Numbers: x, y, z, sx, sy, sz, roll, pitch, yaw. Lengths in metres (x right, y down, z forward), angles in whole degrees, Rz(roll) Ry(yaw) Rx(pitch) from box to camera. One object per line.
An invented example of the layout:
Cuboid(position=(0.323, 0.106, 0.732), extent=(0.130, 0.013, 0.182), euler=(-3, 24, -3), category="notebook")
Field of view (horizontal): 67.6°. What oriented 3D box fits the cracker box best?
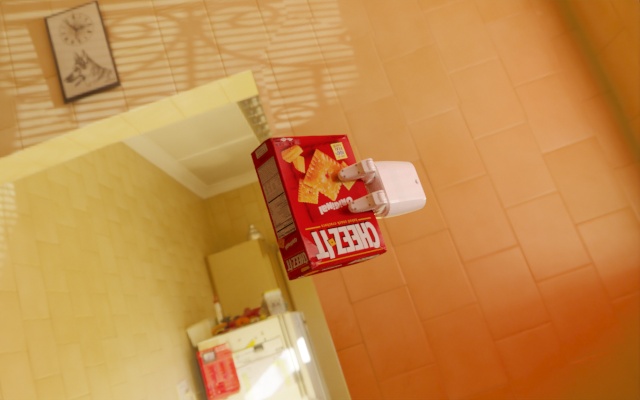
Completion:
Cuboid(position=(0.000, 0.002, 0.763), extent=(0.164, 0.213, 0.072), euler=(-8, -17, -40), category="cracker box")
